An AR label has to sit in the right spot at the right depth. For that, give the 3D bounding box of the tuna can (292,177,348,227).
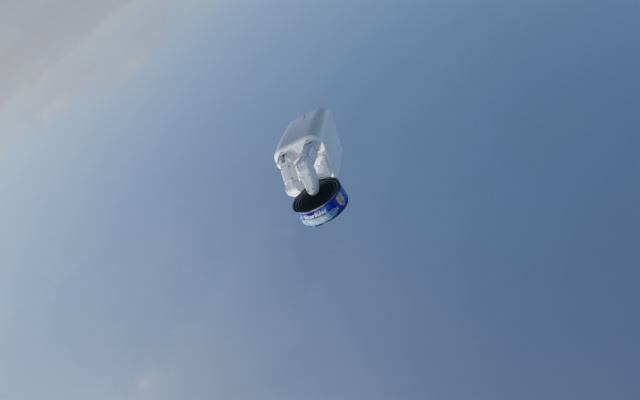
[{"bbox_3d":[0.000,0.003,0.756,0.086,0.034,0.086,-26,28,15],"label":"tuna can"}]
